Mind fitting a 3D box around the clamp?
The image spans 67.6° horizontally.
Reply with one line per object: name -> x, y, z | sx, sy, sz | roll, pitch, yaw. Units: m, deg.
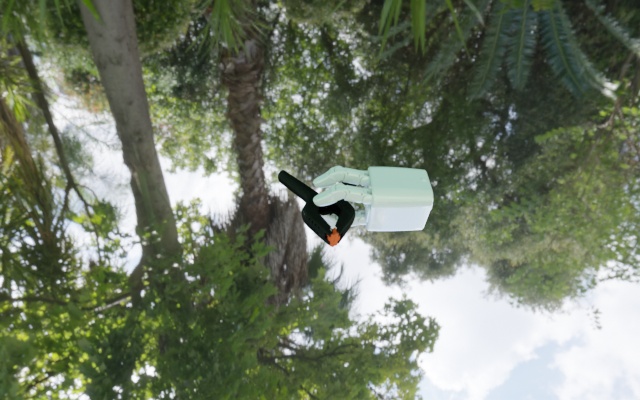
clamp -> 0.000, 0.004, 0.867 | 0.164, 0.036, 0.209 | 2, 37, -2
